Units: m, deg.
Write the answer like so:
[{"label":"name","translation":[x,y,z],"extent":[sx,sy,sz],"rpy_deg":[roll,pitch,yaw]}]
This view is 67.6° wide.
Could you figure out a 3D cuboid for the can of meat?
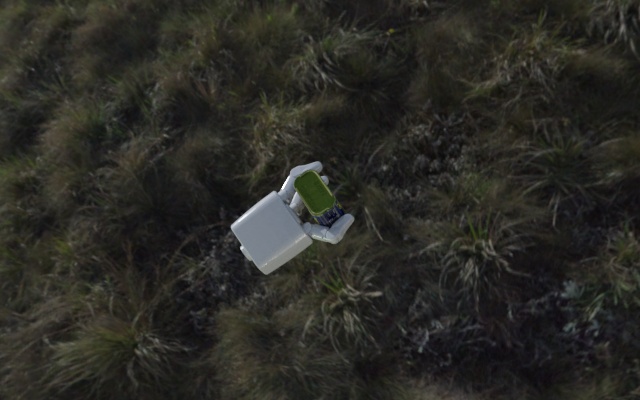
[{"label":"can of meat","translation":[0.000,0.003,0.868],"extent":[0.057,0.102,0.084],"rpy_deg":[-35,-33,0]}]
